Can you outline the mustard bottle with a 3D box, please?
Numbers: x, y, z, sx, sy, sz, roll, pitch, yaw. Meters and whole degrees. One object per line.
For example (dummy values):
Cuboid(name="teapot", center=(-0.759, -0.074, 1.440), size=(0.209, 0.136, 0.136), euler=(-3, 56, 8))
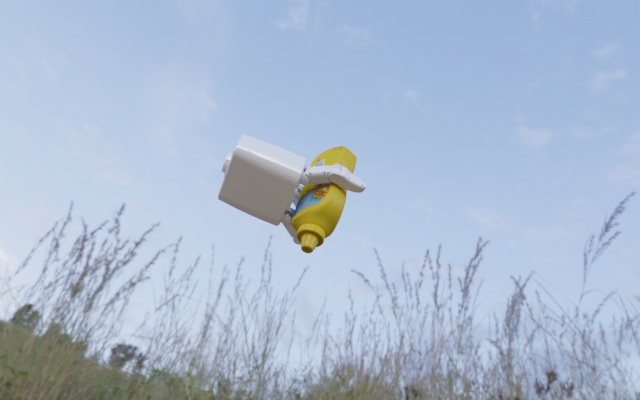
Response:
Cuboid(name="mustard bottle", center=(0.000, 0.002, 0.741), size=(0.058, 0.191, 0.096), euler=(41, -48, -23))
